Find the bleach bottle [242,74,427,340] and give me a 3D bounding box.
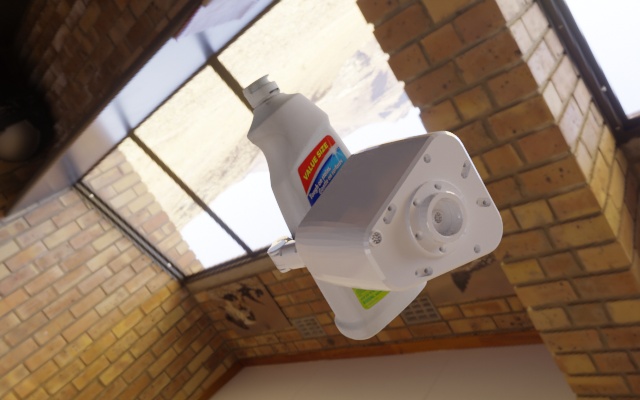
[{"bbox_3d":[0.000,0.001,0.454,0.102,0.251,0.068,-37,12,-22],"label":"bleach bottle"}]
